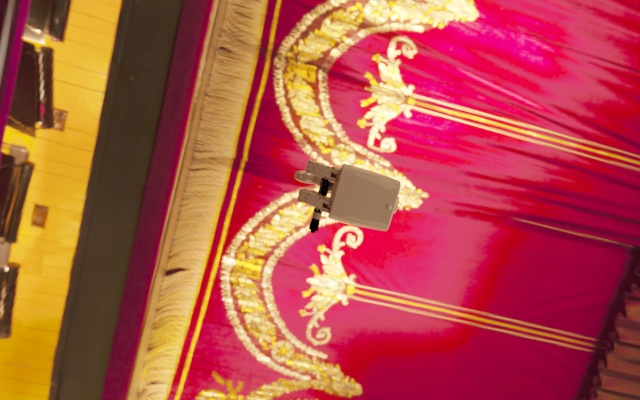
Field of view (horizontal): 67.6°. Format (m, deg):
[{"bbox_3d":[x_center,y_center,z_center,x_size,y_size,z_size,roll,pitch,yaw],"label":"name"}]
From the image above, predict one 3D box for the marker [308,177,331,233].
[{"bbox_3d":[0.000,0.003,0.882,0.020,0.121,0.020,14,12,-3],"label":"marker"}]
